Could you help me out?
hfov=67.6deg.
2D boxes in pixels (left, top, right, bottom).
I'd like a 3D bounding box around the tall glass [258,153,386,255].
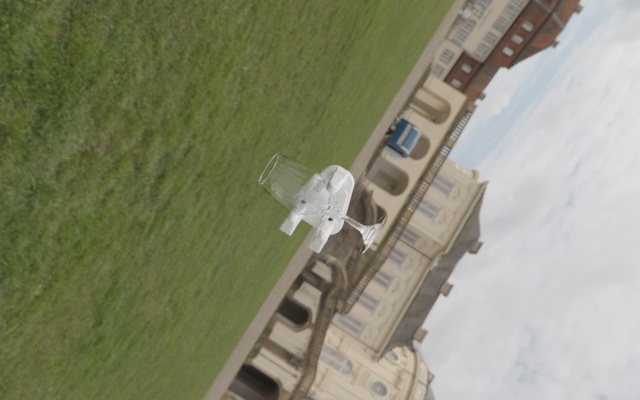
[{"bbox_3d":[0.001,0.003,0.766,0.201,0.079,0.079,33,0,1],"label":"tall glass"}]
